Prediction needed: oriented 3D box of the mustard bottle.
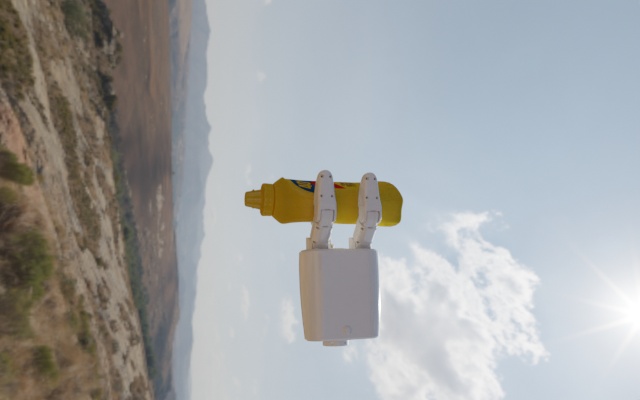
[{"bbox_3d":[0.000,0.002,0.608,0.191,0.058,0.096,2,12,-15],"label":"mustard bottle"}]
